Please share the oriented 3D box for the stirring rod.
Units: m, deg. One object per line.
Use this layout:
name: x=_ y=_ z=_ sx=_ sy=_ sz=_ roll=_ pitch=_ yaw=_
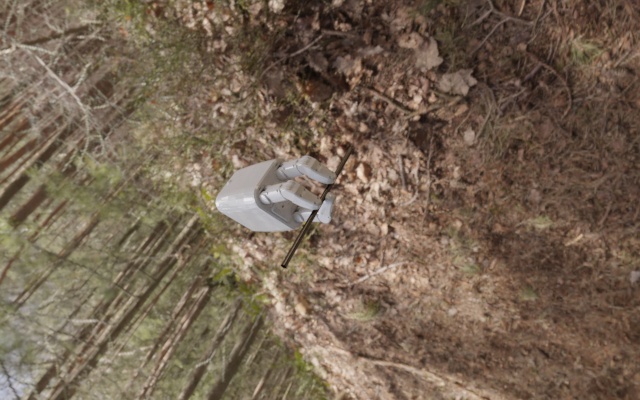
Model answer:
stirring rod: x=0.000 y=0.002 z=0.701 sx=0.011 sy=0.239 sz=0.011 roll=19 pitch=-36 yaw=15
